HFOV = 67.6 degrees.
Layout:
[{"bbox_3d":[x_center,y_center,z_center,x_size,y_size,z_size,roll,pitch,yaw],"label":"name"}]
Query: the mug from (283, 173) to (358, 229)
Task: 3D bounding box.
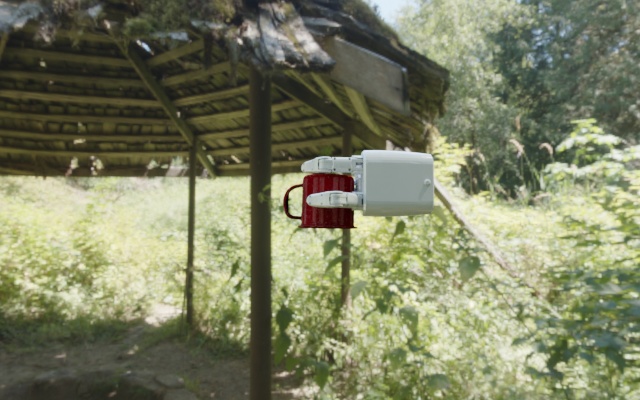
[{"bbox_3d":[-0.001,0.002,0.747,0.117,0.081,0.093,1,-4,-1],"label":"mug"}]
